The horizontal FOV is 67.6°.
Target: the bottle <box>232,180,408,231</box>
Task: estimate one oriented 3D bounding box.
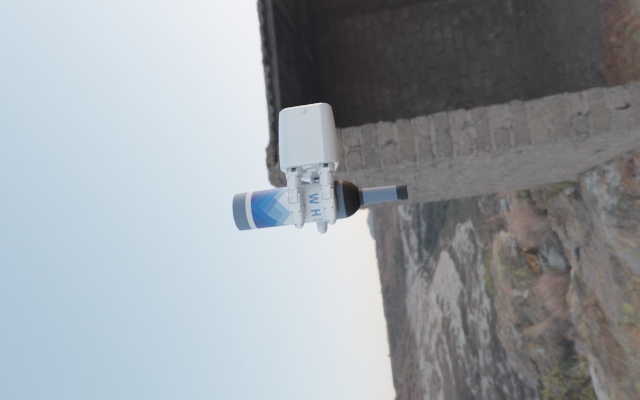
[{"bbox_3d":[0.000,0.003,0.818,0.296,0.069,0.069,-7,-1,9],"label":"bottle"}]
